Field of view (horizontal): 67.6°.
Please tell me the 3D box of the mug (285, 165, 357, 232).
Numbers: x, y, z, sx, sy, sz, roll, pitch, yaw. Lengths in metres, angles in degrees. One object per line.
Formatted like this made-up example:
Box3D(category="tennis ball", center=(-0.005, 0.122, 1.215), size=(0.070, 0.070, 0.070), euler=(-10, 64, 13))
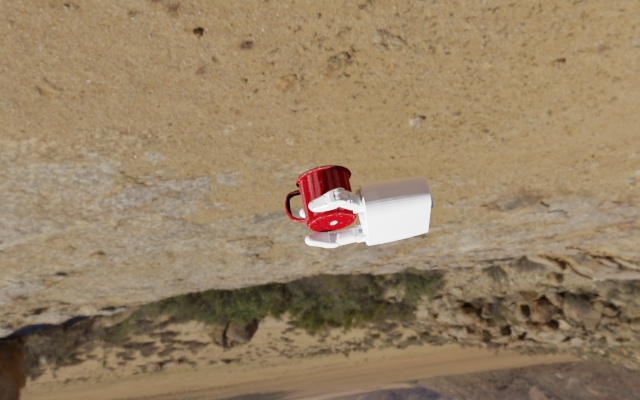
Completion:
Box3D(category="mug", center=(-0.001, 0.003, 0.771), size=(0.117, 0.081, 0.093), euler=(-11, -22, 1))
